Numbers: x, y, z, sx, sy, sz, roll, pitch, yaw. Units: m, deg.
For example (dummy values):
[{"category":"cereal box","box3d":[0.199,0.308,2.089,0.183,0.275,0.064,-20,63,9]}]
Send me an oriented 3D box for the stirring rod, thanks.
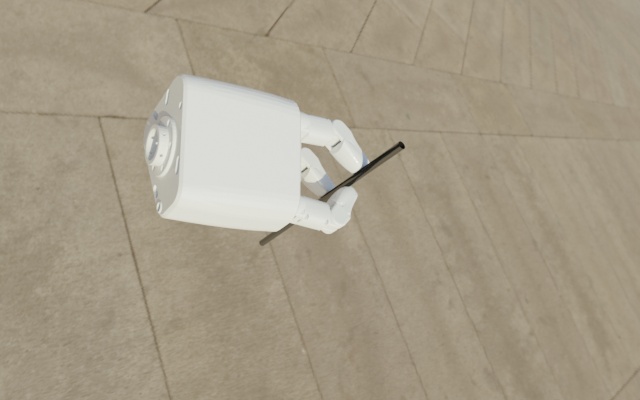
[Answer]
[{"category":"stirring rod","box3d":[0.000,0.002,0.505,0.011,0.011,0.240,0,-25,-41]}]
